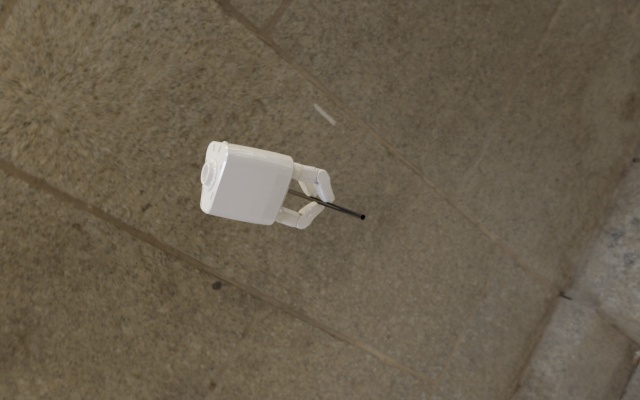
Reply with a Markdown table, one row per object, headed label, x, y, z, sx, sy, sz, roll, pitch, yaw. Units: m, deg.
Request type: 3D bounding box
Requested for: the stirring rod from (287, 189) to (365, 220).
| label | x | y | z | sx | sy | sz | roll | pitch | yaw |
| --- | --- | --- | --- | --- | --- | --- | --- | --- | --- |
| stirring rod | 0.000 | 0.003 | 0.770 | 0.011 | 0.011 | 0.239 | 0 | 10 | -30 |
